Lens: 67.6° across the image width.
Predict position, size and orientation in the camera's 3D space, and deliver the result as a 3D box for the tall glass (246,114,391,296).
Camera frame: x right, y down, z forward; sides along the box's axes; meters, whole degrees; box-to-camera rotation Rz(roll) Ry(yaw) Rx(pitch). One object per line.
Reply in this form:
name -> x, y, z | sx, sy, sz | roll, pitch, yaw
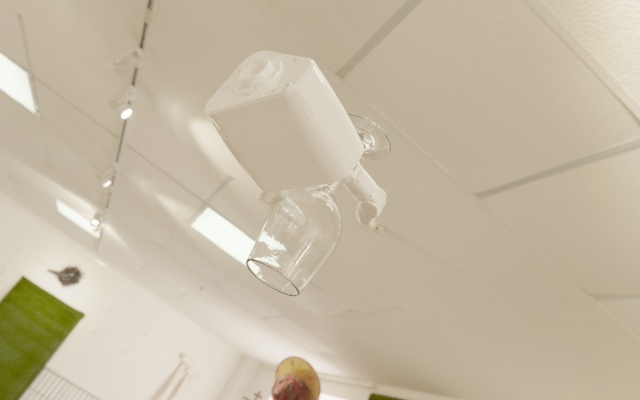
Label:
tall glass -> 0.001, 0.001, 0.513 | 0.079, 0.201, 0.079 | 25, -27, 14
